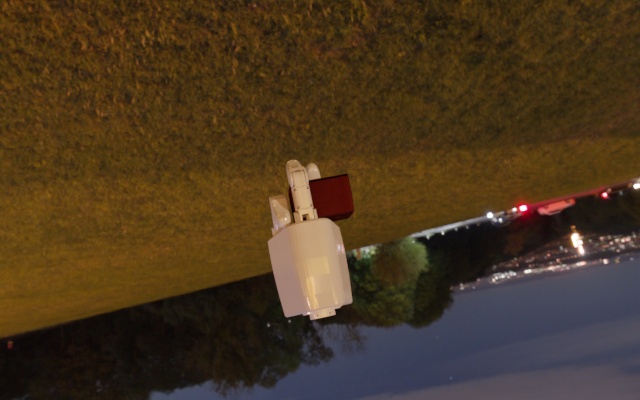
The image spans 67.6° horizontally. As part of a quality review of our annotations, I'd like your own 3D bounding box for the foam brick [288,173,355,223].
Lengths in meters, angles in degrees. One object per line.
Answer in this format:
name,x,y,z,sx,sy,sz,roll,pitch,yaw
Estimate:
foam brick,0.000,0.002,0.627,0.078,0.051,0.053,-11,-13,-8
